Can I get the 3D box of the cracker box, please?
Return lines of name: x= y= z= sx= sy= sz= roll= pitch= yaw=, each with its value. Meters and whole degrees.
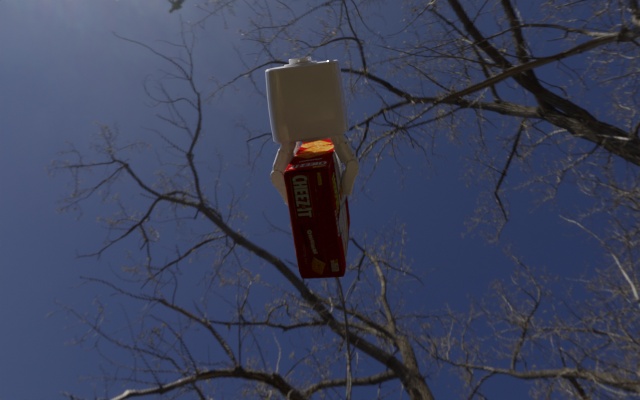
cracker box: x=0.000 y=0.002 z=0.752 sx=0.072 sy=0.164 sz=0.213 roll=-6 pitch=17 yaw=8
